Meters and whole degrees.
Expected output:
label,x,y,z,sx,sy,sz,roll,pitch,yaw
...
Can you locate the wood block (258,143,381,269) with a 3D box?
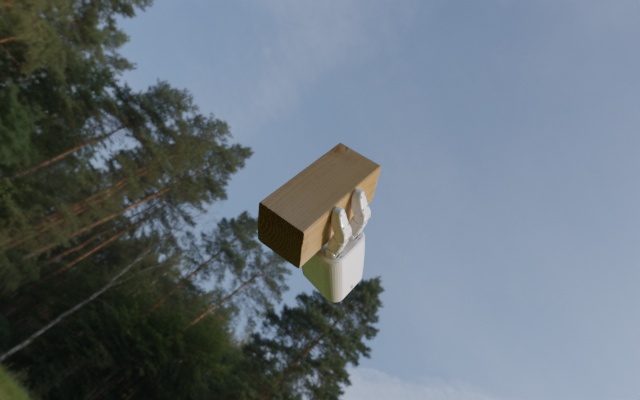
label,x,y,z,sx,sy,sz,roll,pitch,yaw
wood block,0.000,0.003,0.787,0.091,0.090,0.206,32,49,22
